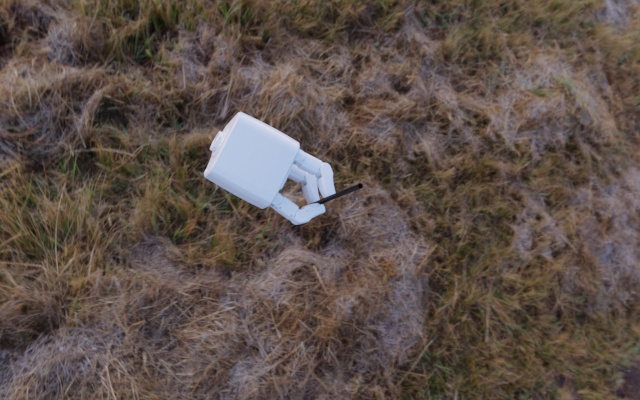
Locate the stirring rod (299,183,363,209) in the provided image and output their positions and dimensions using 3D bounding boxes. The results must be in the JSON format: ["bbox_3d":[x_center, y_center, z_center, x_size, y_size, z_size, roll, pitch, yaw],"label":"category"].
[{"bbox_3d":[0.000,0.003,0.773,0.011,0.011,0.239,0,-11,-28],"label":"stirring rod"}]
